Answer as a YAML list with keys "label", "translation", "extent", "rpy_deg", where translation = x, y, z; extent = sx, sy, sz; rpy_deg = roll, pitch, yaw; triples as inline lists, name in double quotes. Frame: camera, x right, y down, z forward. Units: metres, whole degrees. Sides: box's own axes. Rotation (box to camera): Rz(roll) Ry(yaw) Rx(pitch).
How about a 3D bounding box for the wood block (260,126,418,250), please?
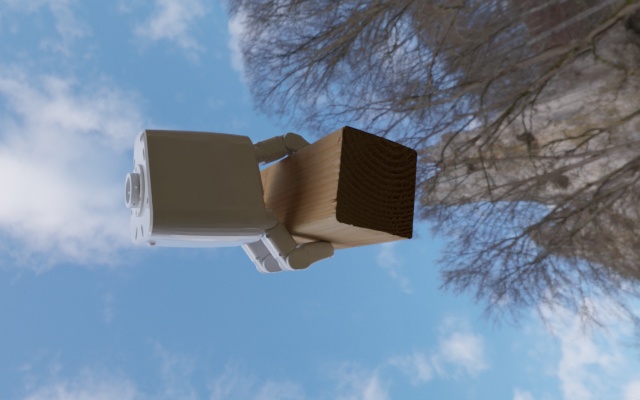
- label: "wood block"
  translation: [0.000, 0.001, 0.516]
  extent: [0.090, 0.090, 0.206]
  rpy_deg: [14, -17, -29]
